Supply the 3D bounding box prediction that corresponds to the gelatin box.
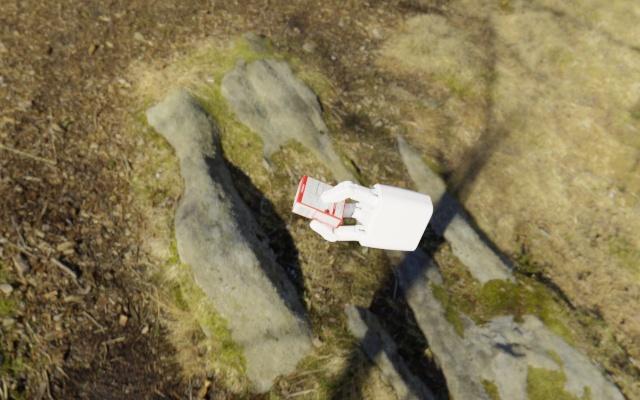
[{"bbox_3d":[0.000,0.002,0.850,0.089,0.073,0.030,22,-46,-9],"label":"gelatin box"}]
